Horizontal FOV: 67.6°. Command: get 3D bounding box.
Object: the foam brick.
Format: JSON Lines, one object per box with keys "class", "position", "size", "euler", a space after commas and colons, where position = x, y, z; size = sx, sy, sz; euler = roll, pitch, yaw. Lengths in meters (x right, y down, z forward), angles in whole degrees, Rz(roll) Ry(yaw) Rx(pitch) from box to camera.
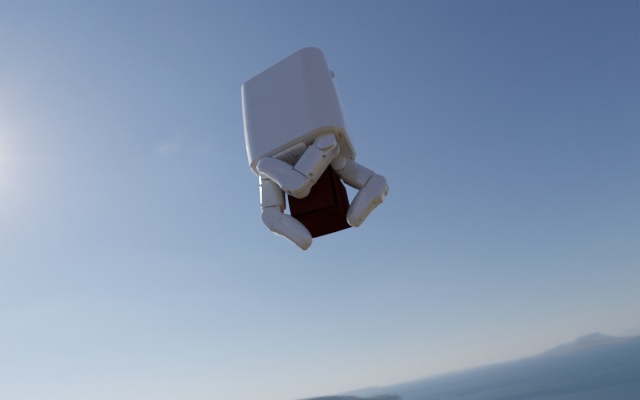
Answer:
{"class": "foam brick", "position": [0.000, 0.002, 0.520], "size": [0.053, 0.051, 0.078], "euler": [-16, -23, 10]}
